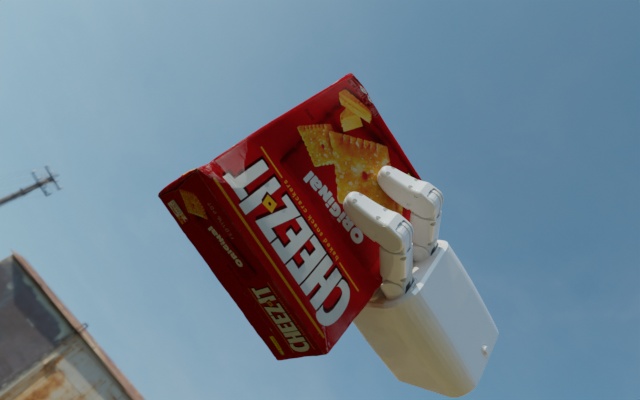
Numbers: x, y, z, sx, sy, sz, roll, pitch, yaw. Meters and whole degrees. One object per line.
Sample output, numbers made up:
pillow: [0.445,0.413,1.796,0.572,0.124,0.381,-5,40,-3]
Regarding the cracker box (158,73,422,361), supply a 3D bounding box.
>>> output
cracker box: [0.000,0.001,0.417,0.072,0.164,0.213,-25,13,45]
